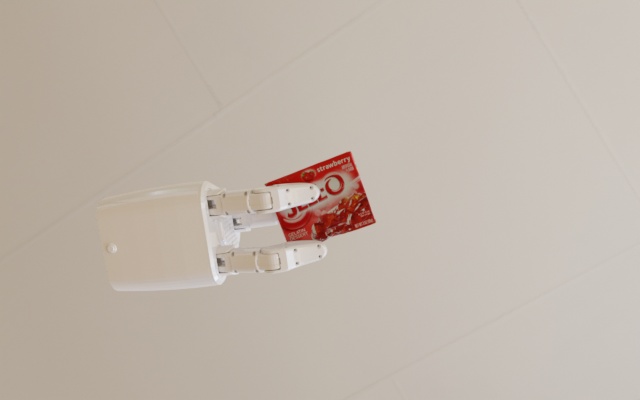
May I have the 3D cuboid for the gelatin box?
[{"bbox_3d":[0.000,0.001,0.462,0.089,0.073,0.030,-20,3,4],"label":"gelatin box"}]
